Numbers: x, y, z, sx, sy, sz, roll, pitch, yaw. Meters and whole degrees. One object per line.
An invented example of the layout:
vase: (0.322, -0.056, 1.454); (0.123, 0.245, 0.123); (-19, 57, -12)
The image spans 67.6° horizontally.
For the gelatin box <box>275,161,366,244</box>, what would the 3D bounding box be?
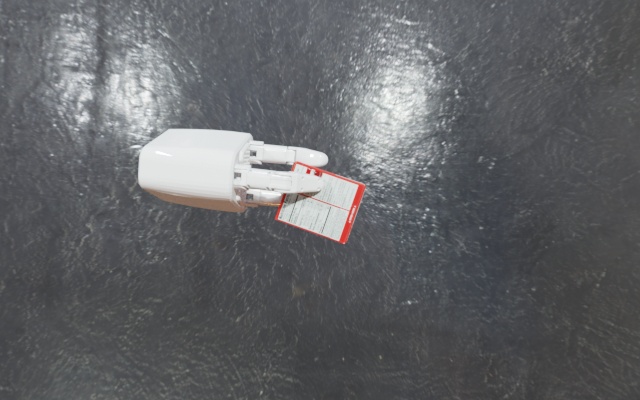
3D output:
gelatin box: (0.000, 0.002, 0.560); (0.089, 0.073, 0.030); (19, 3, 5)
